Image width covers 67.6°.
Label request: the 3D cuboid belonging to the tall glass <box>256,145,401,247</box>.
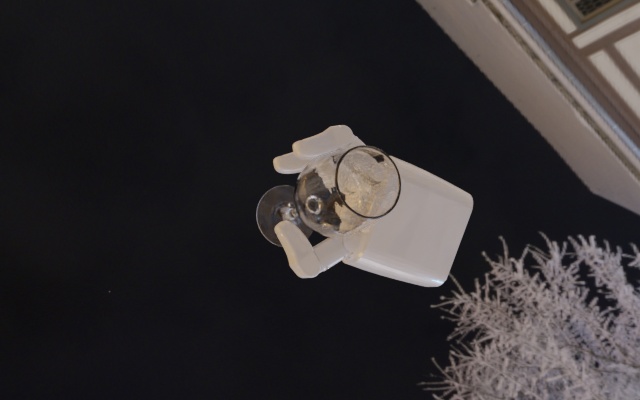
[{"bbox_3d":[0.000,0.002,0.477,0.079,0.079,0.201,0,-10,-24],"label":"tall glass"}]
